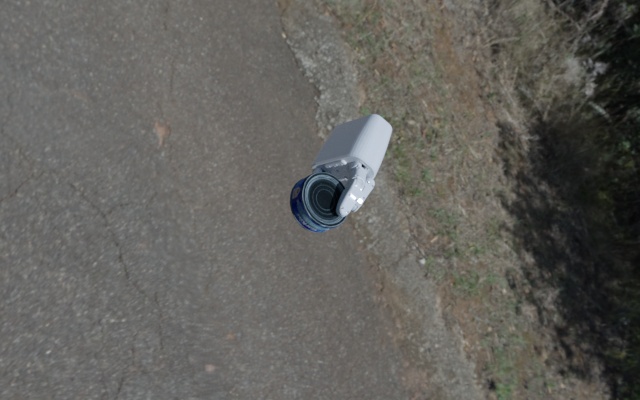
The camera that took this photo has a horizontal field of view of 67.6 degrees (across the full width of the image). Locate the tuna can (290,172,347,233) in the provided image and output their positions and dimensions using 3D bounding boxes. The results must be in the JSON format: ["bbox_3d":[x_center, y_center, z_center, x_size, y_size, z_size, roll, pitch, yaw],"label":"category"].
[{"bbox_3d":[0.000,0.002,0.697,0.086,0.086,0.034,0,-15,-35],"label":"tuna can"}]
